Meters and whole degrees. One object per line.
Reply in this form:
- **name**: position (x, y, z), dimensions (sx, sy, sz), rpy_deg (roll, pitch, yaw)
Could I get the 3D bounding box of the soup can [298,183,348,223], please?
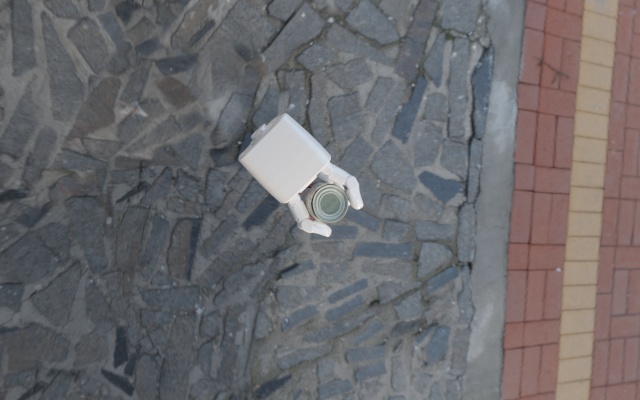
- **soup can**: position (0.000, 0.003, 0.844), dimensions (0.068, 0.068, 0.102), rpy_deg (0, 3, -20)
